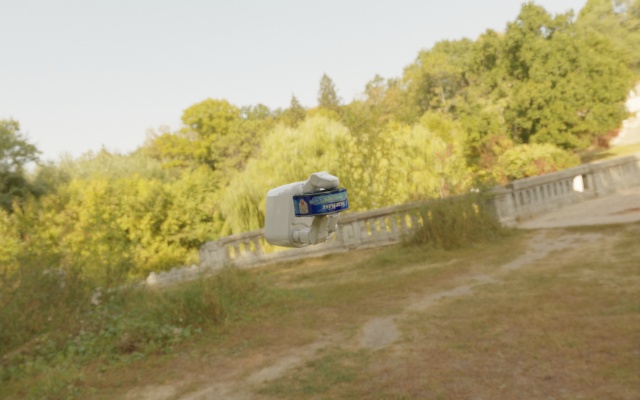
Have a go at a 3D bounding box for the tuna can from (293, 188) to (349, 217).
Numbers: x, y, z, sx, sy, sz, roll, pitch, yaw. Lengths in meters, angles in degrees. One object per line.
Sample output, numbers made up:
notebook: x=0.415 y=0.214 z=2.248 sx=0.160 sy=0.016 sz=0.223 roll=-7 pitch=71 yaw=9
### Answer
tuna can: x=0.000 y=0.002 z=0.738 sx=0.086 sy=0.034 sz=0.086 roll=-8 pitch=4 yaw=1
